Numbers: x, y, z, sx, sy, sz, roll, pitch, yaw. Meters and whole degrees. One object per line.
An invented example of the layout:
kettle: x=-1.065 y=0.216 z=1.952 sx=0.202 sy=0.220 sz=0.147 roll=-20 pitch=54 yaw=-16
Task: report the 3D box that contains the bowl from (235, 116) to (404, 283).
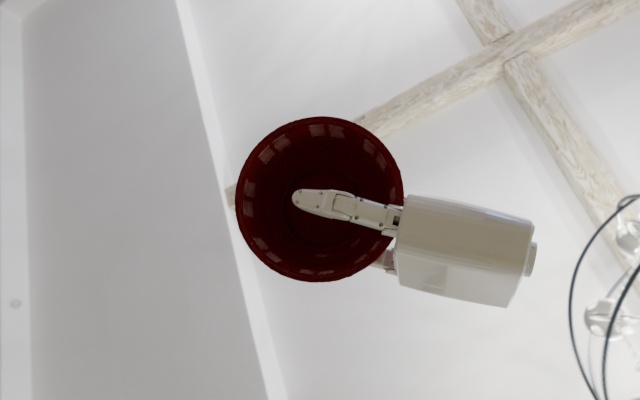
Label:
bowl: x=-0.001 y=0.001 z=0.475 sx=0.162 sy=0.162 sz=0.055 roll=0 pitch=-13 yaw=6
